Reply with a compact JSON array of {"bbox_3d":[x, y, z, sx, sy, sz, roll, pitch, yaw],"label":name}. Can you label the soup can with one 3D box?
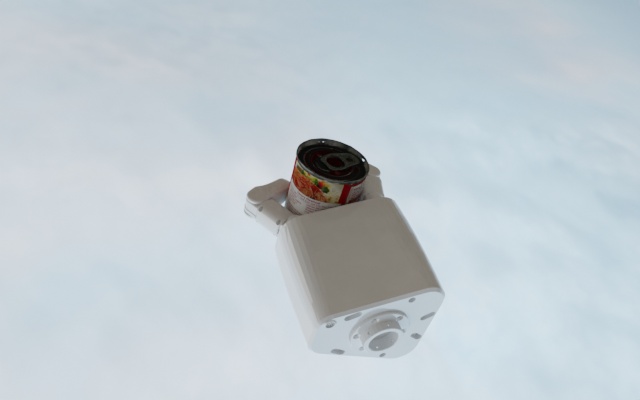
[{"bbox_3d":[0.000,0.001,0.458,0.068,0.102,0.068,11,37,-8],"label":"soup can"}]
